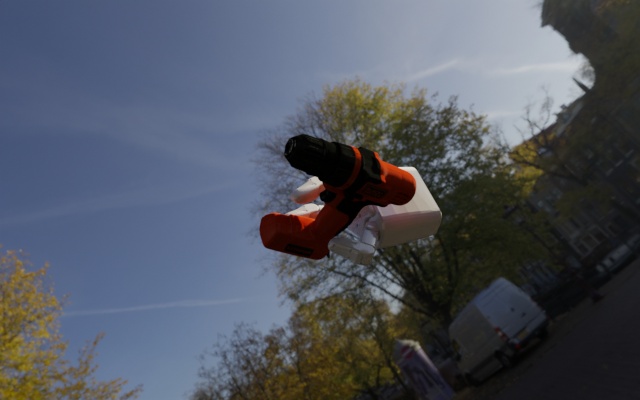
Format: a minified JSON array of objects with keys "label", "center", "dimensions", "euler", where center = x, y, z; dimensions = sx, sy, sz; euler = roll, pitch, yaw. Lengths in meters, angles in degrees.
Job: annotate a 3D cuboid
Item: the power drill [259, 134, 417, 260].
[{"label":"power drill","center":[0.000,0.002,0.602],"dimensions":[0.184,0.057,0.188],"euler":[18,-42,-31]}]
